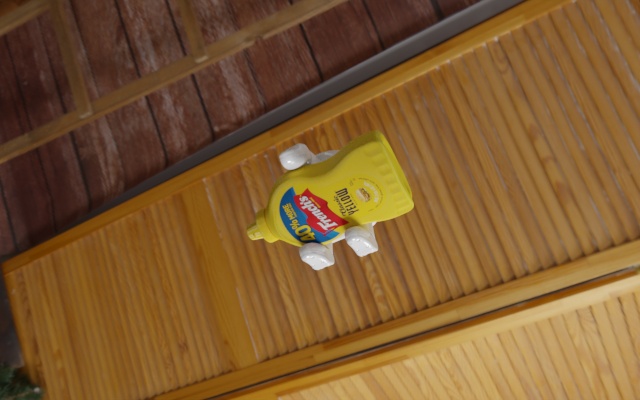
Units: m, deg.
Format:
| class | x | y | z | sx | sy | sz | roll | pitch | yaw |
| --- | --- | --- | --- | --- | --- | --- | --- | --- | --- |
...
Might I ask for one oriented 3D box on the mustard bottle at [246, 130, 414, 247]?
| class | x | y | z | sx | sy | sz | roll | pitch | yaw |
| --- | --- | --- | --- | --- | --- | --- | --- | --- | --- |
| mustard bottle | 0.000 | 0.002 | 0.541 | 0.191 | 0.096 | 0.058 | -23 | 27 | 17 |
